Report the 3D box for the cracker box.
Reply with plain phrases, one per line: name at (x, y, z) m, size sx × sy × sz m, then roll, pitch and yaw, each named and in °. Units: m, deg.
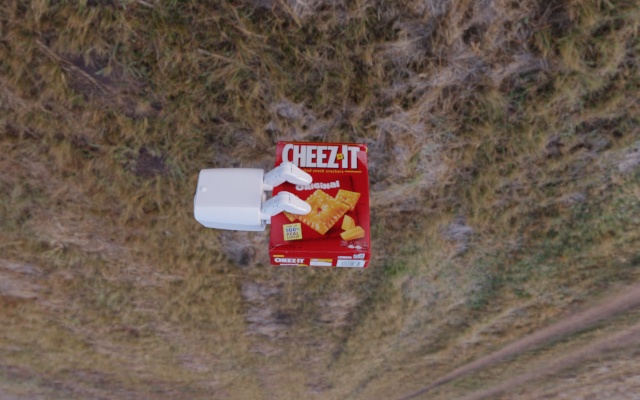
cracker box at (0.000, 0.003, 0.816) m, size 0.164 × 0.213 × 0.072 m, roll 2°, pitch -28°, yaw -1°
